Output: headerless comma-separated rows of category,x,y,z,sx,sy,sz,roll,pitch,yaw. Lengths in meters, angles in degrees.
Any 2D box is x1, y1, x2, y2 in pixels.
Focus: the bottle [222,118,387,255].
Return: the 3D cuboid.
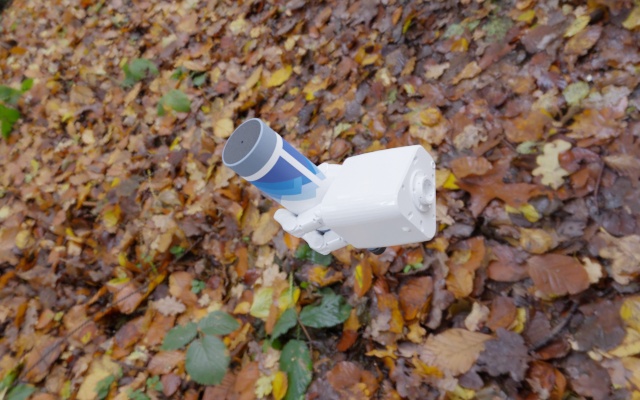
bottle,0.000,0.002,0.644,0.069,0.069,0.296,0,-28,45
